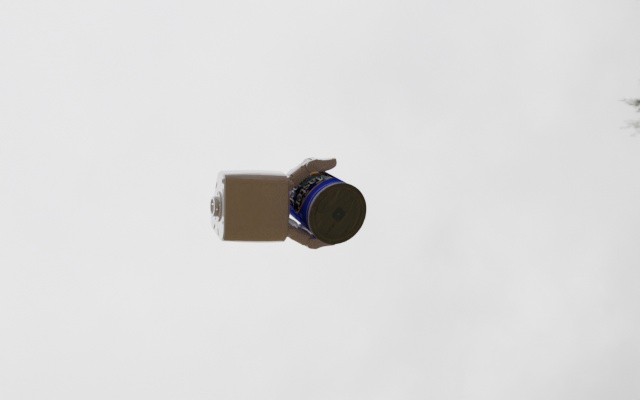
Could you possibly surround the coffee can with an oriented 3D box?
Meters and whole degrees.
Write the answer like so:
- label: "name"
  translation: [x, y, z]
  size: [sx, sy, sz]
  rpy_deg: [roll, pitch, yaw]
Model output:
- label: "coffee can"
  translation: [0.000, 0.003, 0.814]
  size: [0.103, 0.103, 0.140]
  rpy_deg: [0, 16, -26]
